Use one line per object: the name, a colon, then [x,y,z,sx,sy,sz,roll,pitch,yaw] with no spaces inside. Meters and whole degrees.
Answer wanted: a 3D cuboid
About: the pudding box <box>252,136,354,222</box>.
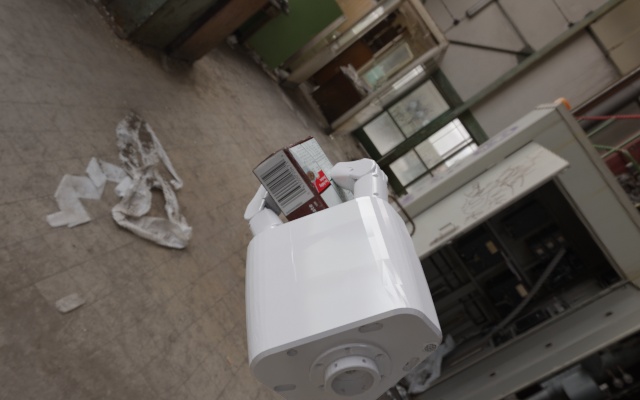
pudding box: [0.000,0.001,0.422,0.039,0.113,0.090,-33,4,18]
